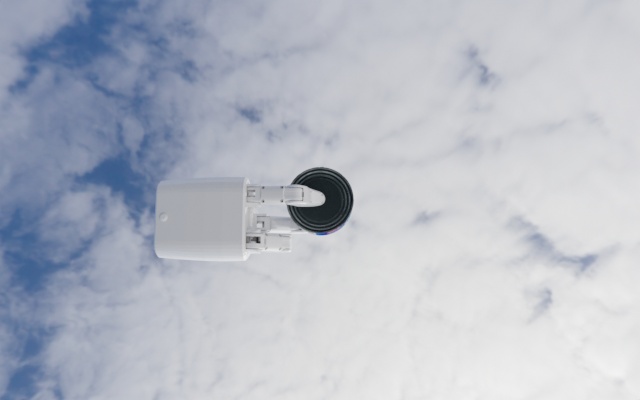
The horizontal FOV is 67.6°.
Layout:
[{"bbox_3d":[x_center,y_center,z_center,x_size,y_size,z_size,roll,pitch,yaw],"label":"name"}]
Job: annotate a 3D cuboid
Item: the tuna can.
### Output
[{"bbox_3d":[0.000,0.002,0.618,0.086,0.086,0.034,0,-11,3],"label":"tuna can"}]
